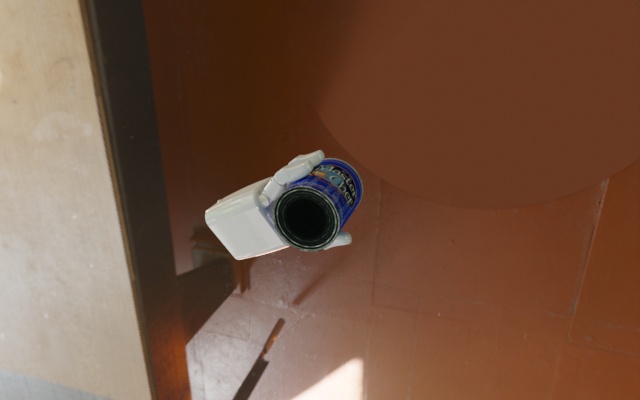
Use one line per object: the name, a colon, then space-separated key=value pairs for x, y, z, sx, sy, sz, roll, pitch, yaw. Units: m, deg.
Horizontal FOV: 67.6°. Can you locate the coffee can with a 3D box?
coffee can: x=0.000 y=0.002 z=0.739 sx=0.103 sy=0.103 sz=0.140 roll=0 pitch=21 yaw=19
